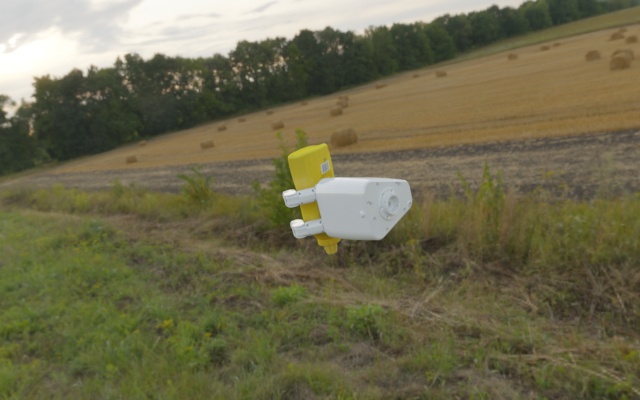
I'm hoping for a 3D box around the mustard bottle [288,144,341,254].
[{"bbox_3d":[0.000,0.003,0.835,0.058,0.192,0.096,-7,15,26],"label":"mustard bottle"}]
